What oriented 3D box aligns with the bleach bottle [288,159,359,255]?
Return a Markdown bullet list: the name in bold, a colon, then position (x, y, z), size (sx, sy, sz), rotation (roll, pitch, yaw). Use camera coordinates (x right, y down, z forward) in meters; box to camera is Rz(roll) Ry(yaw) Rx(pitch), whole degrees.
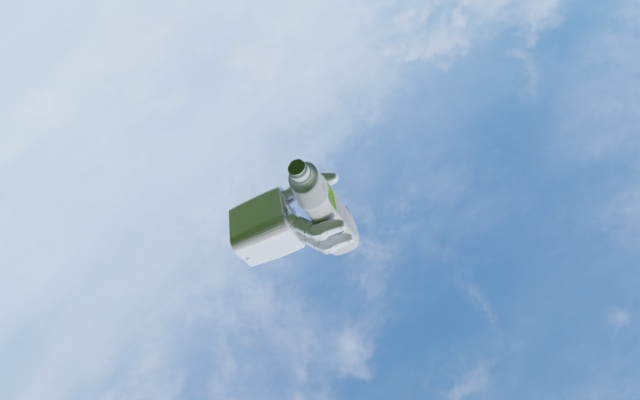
- **bleach bottle**: position (0.000, 0.003, 0.816), size (0.068, 0.102, 0.251), rotation (-23, -34, 7)
